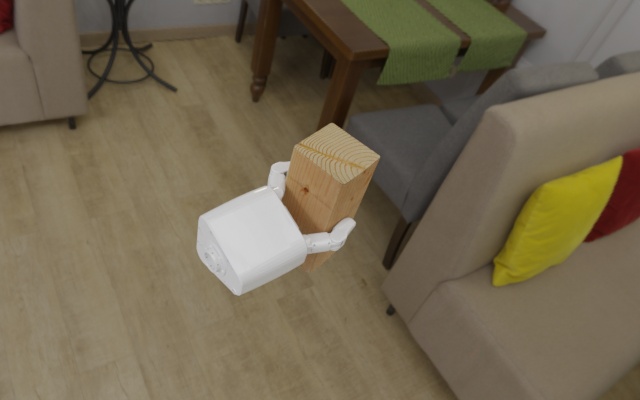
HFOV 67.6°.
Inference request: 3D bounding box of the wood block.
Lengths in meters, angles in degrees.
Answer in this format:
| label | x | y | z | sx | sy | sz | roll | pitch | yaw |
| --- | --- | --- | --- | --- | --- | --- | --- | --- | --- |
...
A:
| label | x | y | z | sx | sy | sz | roll | pitch | yaw |
| --- | --- | --- | --- | --- | --- | --- | --- | --- | --- |
| wood block | 0.000 | 0.003 | 0.716 | 0.091 | 0.206 | 0.090 | 38 | 49 | 17 |
